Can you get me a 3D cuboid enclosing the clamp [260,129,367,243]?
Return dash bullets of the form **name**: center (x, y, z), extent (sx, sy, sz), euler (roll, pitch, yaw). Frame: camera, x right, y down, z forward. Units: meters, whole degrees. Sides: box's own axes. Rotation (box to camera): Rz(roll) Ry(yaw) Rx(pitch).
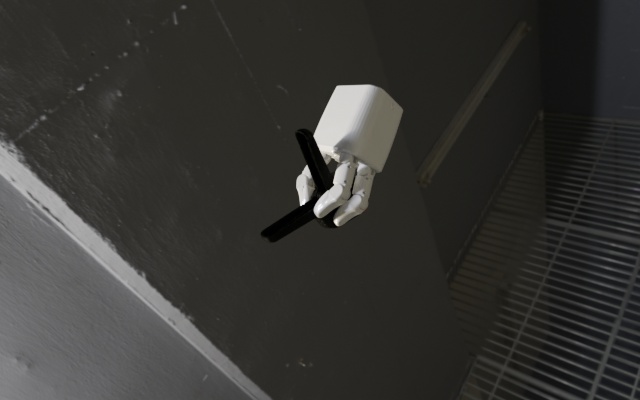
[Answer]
- **clamp**: center (0.000, 0.002, 0.727), extent (0.036, 0.164, 0.210), euler (24, -1, 38)
